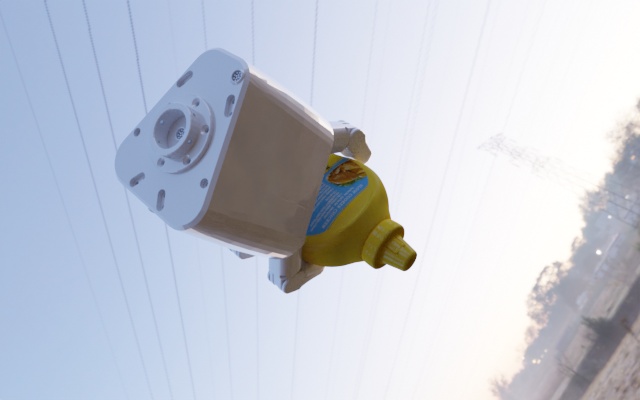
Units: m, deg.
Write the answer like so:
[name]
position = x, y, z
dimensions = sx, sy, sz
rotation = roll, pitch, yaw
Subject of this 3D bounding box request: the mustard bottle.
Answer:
[mustard bottle]
position = 0.000, 0.001, 0.412
dimensions = 0.191, 0.096, 0.058
rotation = 33, -21, 31
